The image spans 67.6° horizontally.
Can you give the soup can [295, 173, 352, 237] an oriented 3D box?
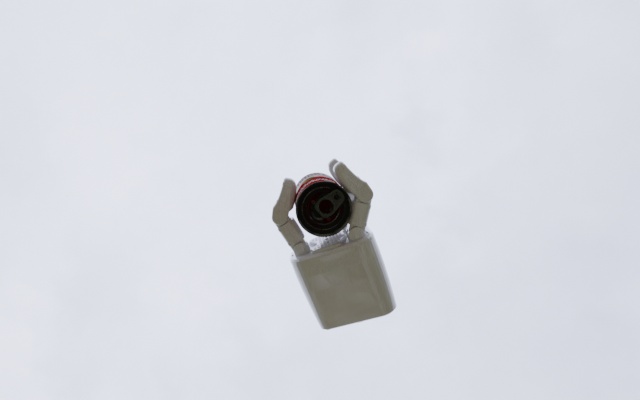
[{"bbox_3d":[0.000,0.002,0.614,0.068,0.068,0.102,0,10,-5],"label":"soup can"}]
